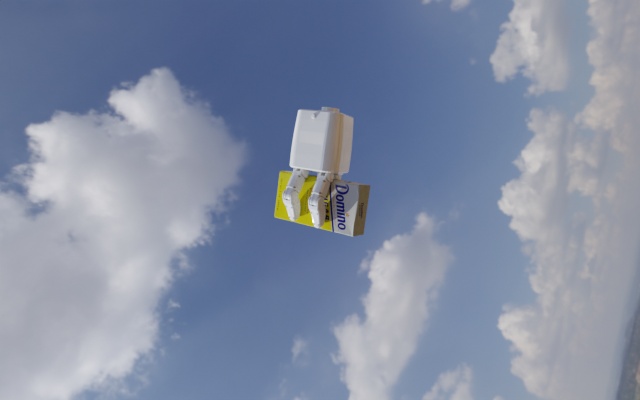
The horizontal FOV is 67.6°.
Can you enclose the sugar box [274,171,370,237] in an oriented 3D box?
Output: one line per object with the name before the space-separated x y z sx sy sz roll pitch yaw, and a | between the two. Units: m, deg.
sugar box | 0.000 0.003 0.877 0.176 0.093 0.048 11 8 34
